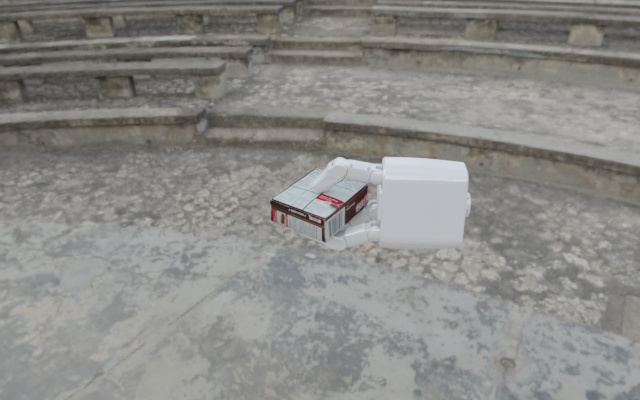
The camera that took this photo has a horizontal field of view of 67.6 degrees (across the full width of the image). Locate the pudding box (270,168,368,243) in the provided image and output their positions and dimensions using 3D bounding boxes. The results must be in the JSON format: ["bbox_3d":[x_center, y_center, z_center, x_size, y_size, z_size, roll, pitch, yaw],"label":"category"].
[{"bbox_3d":[0.000,0.002,0.650,0.090,0.039,0.113,19,35,28],"label":"pudding box"}]
